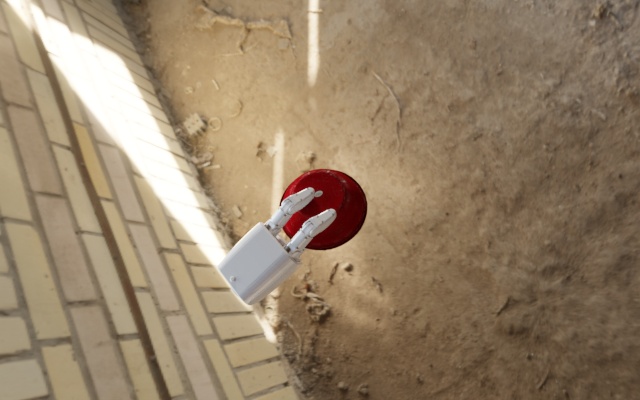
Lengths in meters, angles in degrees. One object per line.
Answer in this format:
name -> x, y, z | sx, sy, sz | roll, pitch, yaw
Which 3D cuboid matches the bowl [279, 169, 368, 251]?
bowl -> 0.001, 0.002, 0.833 | 0.162, 0.162, 0.055 | 0, -27, 9
